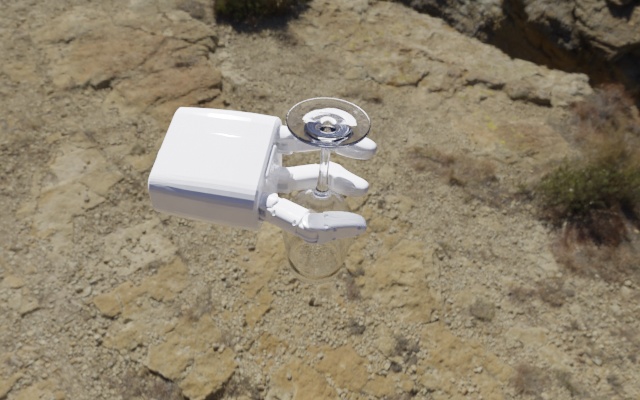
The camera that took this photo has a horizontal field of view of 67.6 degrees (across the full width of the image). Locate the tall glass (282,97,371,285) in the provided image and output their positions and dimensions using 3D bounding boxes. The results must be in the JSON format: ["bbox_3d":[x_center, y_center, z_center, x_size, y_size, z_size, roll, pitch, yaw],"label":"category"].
[{"bbox_3d":[0.000,0.001,0.484,0.079,0.201,0.079,2,44,-2],"label":"tall glass"}]
